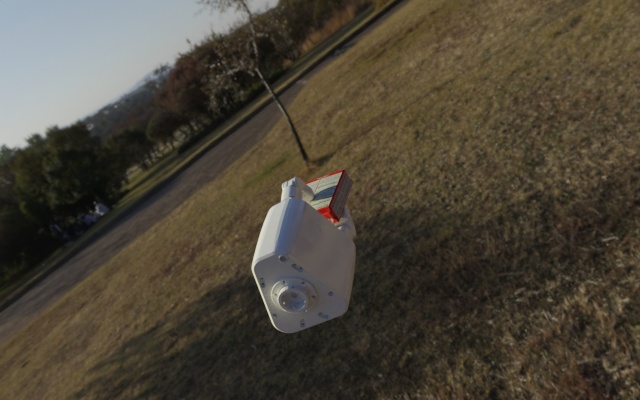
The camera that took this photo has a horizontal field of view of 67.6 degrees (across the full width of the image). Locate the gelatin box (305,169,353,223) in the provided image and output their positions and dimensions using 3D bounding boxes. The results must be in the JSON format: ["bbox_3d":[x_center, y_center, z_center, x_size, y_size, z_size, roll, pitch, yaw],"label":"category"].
[{"bbox_3d":[0.000,0.002,0.663,0.073,0.030,0.089,-19,31,31],"label":"gelatin box"}]
